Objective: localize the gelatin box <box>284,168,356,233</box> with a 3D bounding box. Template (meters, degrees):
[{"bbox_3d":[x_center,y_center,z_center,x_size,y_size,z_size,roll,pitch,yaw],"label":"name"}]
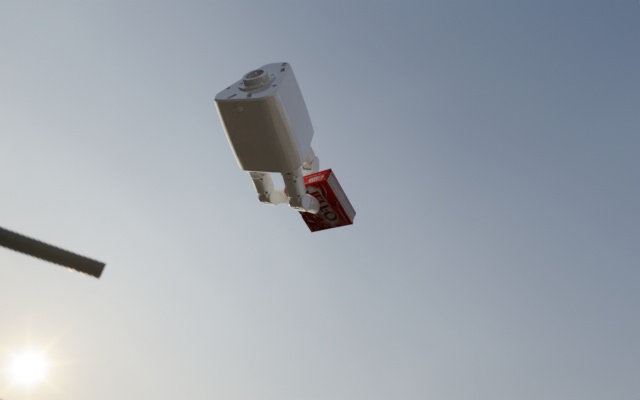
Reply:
[{"bbox_3d":[0.000,0.002,0.702,0.073,0.089,0.030,-13,34,30],"label":"gelatin box"}]
